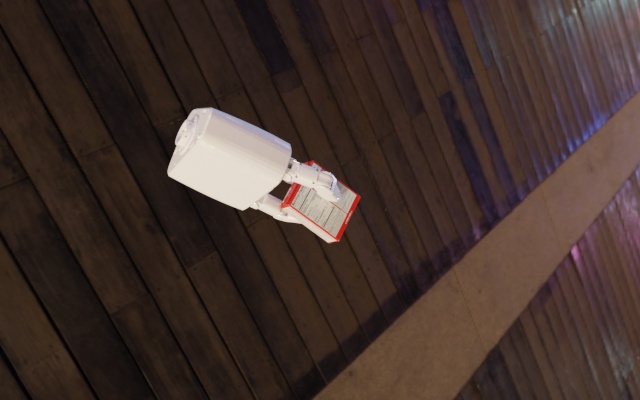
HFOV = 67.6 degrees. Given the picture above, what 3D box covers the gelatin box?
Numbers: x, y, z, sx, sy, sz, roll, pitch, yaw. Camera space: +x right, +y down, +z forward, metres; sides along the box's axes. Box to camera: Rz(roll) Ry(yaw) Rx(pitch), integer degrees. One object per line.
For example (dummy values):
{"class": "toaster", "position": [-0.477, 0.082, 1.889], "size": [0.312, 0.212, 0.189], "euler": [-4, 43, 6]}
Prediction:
{"class": "gelatin box", "position": [0.001, 0.002, 0.631], "size": [0.089, 0.073, 0.030], "euler": [36, -25, -19]}
